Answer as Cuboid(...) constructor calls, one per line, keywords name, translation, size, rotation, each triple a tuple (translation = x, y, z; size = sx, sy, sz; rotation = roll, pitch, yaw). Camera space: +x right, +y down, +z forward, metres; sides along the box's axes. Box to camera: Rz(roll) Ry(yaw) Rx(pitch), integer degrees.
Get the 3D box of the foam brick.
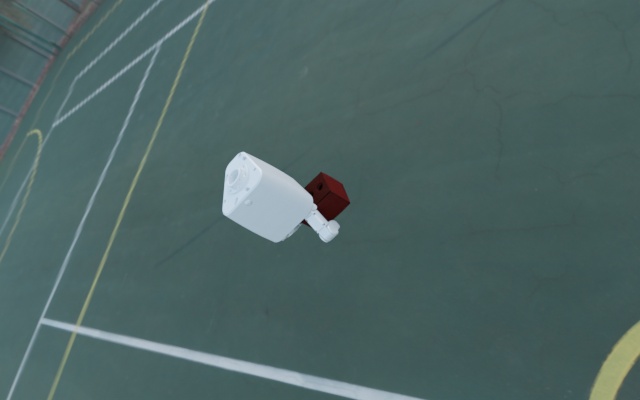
Cuboid(name="foam brick", translation=(0.000, 0.002, 0.787), size=(0.051, 0.078, 0.053), rotation=(31, 24, -37))
